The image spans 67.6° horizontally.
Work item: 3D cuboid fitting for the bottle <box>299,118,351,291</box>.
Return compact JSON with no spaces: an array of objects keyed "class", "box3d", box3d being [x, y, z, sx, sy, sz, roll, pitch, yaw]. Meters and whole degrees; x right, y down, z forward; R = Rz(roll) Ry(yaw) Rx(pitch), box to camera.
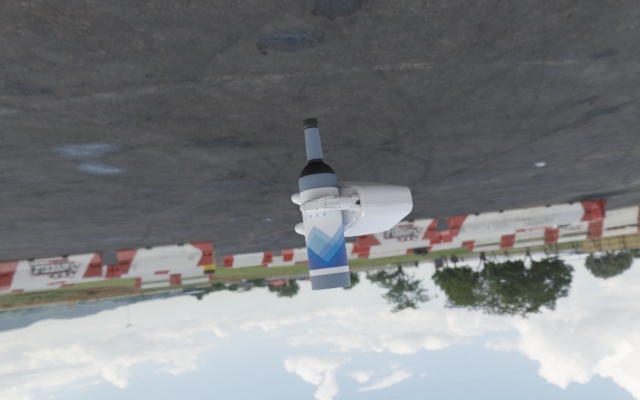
[{"class":"bottle","box3d":[0.000,0.003,0.823,0.069,0.295,0.069,-7,-8,-1]}]
